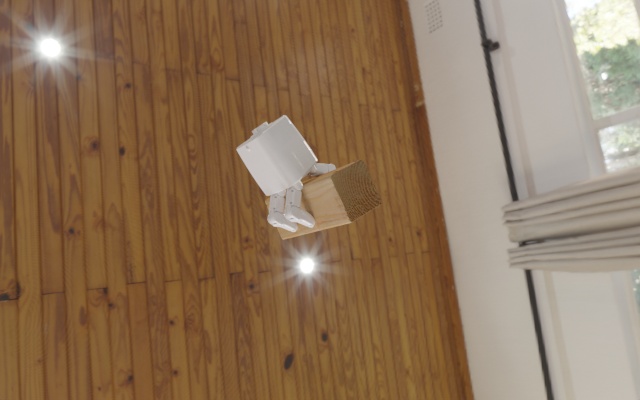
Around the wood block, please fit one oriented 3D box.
[{"bbox_3d":[0.000,0.002,0.895,0.091,0.090,0.206,-29,7,-39],"label":"wood block"}]
